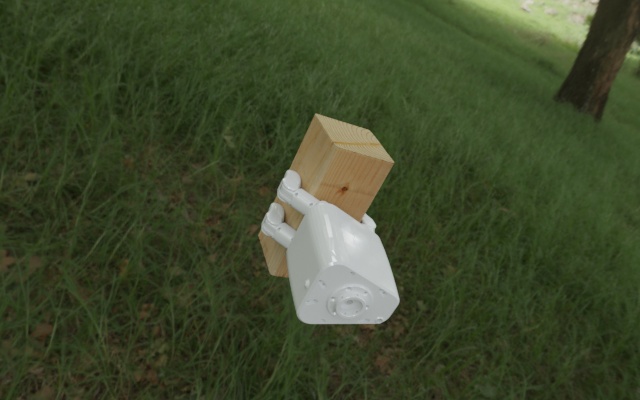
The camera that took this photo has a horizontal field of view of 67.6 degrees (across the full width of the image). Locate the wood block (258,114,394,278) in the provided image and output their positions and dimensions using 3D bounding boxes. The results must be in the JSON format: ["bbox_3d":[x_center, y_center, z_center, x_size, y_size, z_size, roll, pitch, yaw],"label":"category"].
[{"bbox_3d":[0.001,0.002,0.649,0.091,0.206,0.090,12,31,-29],"label":"wood block"}]
